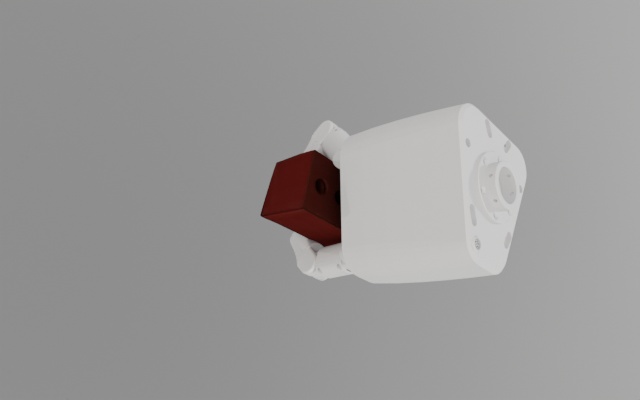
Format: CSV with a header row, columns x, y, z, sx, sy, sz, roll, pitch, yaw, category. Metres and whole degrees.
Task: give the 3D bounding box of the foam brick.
x,y,z,sx,sy,sz,roll,pitch,yaw,category
0.000,0.001,0.401,0.078,0.053,0.051,29,-27,-36,foam brick
